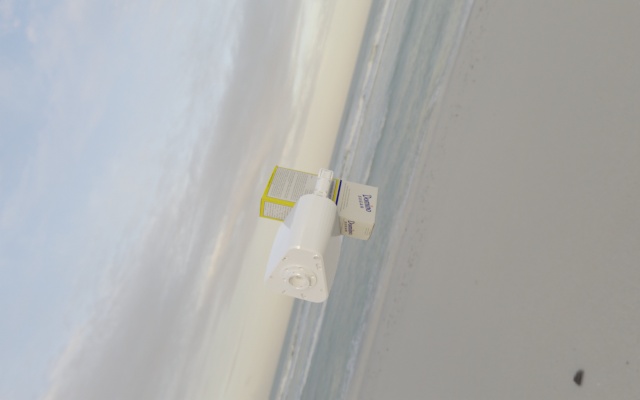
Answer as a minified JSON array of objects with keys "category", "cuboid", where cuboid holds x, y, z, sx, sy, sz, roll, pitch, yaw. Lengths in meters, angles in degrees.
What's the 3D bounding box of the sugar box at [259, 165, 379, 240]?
[{"category":"sugar box","cuboid":[0.000,0.003,0.759,0.176,0.048,0.093,15,41,0]}]
